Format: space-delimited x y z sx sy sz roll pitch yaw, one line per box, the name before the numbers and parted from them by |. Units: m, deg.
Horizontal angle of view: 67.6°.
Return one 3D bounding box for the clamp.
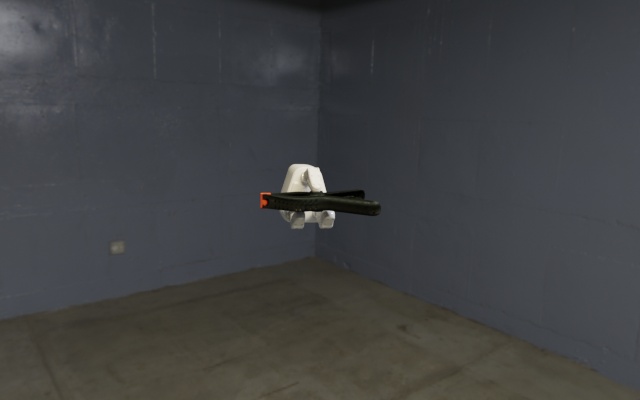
clamp | 0.000 0.002 0.850 0.210 0.036 0.164 -1 8 -12
